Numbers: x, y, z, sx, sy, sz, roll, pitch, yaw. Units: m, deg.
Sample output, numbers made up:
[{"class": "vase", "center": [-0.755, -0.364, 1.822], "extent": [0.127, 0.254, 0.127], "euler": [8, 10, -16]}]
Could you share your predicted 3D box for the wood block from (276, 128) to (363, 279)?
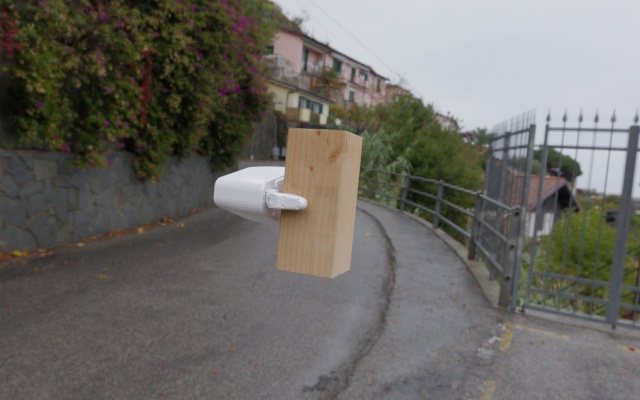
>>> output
[{"class": "wood block", "center": [0.000, 0.002, 0.711], "extent": [0.090, 0.206, 0.091], "euler": [6, 3, 21]}]
